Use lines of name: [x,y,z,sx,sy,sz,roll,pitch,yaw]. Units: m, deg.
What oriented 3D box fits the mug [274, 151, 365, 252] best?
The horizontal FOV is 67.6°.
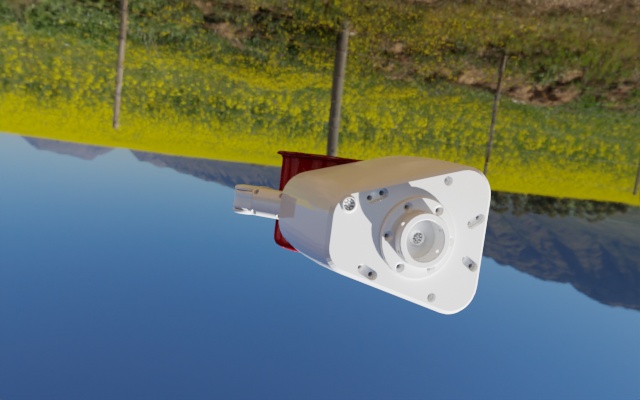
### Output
mug: [0.000,0.001,0.433,0.093,0.081,0.117,6,4,-17]
